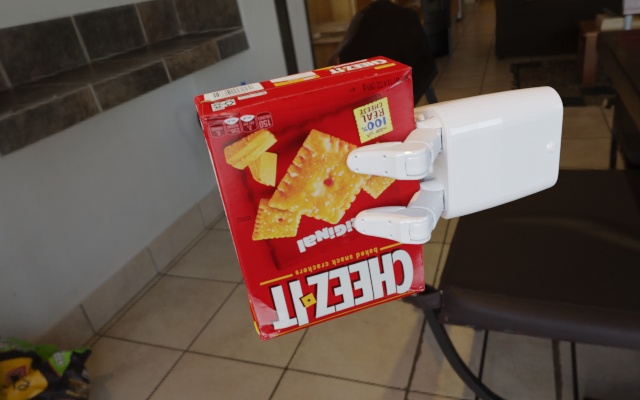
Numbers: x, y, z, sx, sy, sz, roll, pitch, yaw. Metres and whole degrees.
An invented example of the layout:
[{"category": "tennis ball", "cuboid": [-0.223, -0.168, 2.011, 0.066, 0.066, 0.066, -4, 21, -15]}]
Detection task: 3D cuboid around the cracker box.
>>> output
[{"category": "cracker box", "cuboid": [0.000, 0.001, 0.414, 0.164, 0.214, 0.072, -15, 27, -10]}]
